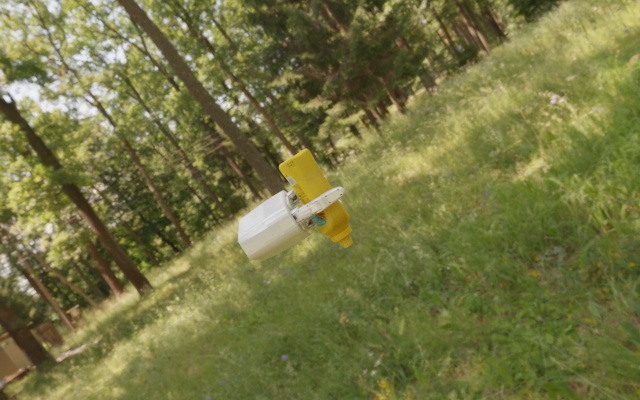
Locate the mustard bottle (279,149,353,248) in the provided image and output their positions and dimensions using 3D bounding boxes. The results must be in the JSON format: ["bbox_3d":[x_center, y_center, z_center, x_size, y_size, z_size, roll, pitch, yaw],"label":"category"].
[{"bbox_3d":[0.000,0.002,0.860,0.058,0.191,0.096,-34,6,-19],"label":"mustard bottle"}]
